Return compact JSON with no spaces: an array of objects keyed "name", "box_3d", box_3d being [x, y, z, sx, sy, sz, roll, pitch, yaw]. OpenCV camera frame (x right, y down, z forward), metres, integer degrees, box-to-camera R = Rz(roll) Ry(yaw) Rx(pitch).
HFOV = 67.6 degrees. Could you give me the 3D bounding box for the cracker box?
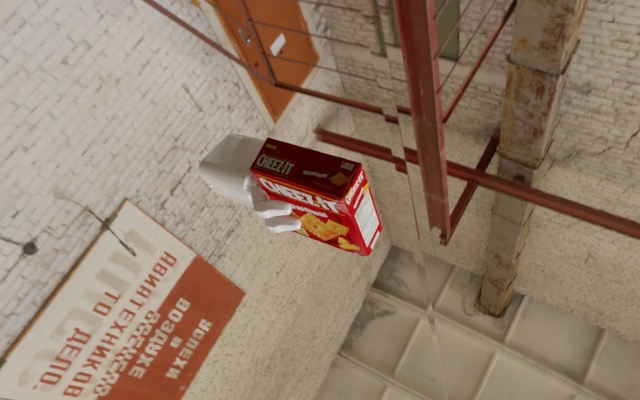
[{"name":"cracker box","box_3d":[0.000,0.002,0.774,0.164,0.072,0.214,18,-22,24]}]
